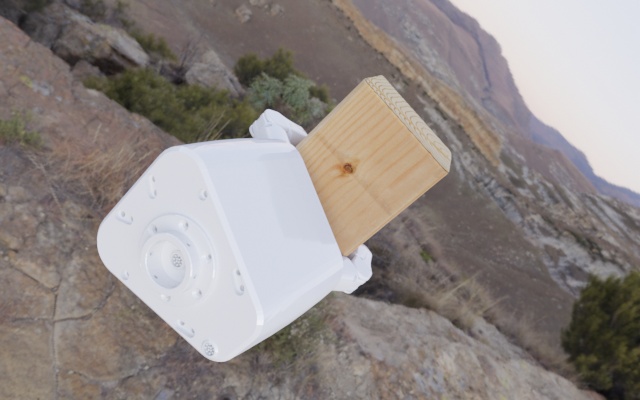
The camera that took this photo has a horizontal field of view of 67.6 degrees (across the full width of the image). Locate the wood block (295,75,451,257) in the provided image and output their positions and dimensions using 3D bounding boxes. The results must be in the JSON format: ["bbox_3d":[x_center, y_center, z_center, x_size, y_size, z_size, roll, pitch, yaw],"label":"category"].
[{"bbox_3d":[0.000,0.002,0.406,0.206,0.091,0.090,-42,1,22],"label":"wood block"}]
